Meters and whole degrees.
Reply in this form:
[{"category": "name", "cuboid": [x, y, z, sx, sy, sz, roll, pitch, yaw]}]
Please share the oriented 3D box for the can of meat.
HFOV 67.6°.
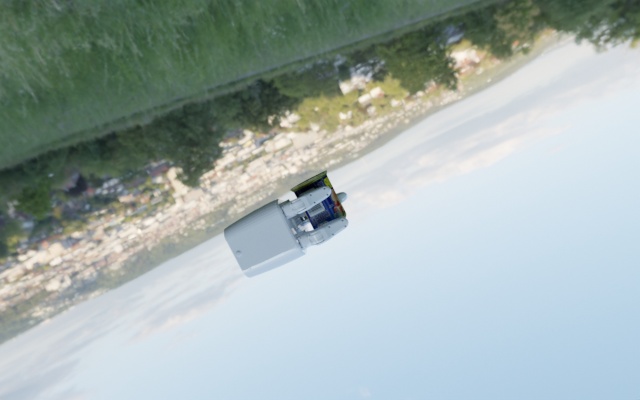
[{"category": "can of meat", "cuboid": [0.000, 0.003, 0.774, 0.057, 0.084, 0.102, -27, 4, 9]}]
